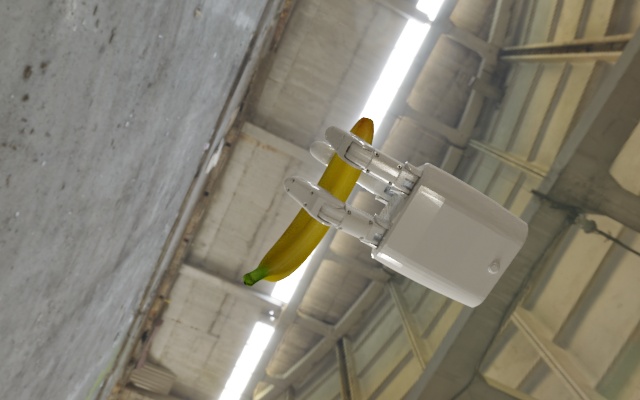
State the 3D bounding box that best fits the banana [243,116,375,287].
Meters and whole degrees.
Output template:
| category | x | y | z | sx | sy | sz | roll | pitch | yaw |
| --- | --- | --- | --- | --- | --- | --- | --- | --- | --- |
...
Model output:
| category | x | y | z | sx | sy | sz | roll | pitch | yaw |
| --- | --- | --- | --- | --- | --- | --- | --- | --- | --- |
| banana | -0.001 | 0.008 | 0.474 | 0.037 | 0.198 | 0.070 | 33 | -9 | 8 |
